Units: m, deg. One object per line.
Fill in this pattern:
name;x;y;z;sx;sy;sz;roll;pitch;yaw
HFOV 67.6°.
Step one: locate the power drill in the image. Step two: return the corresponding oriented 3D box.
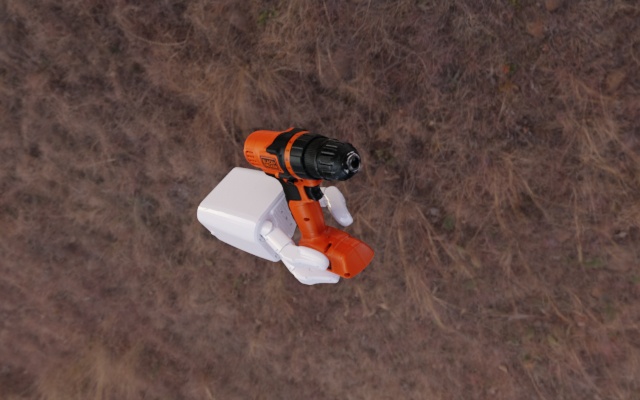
power drill;0.000;0.002;0.568;0.057;0.188;0.184;-38;32;-26
